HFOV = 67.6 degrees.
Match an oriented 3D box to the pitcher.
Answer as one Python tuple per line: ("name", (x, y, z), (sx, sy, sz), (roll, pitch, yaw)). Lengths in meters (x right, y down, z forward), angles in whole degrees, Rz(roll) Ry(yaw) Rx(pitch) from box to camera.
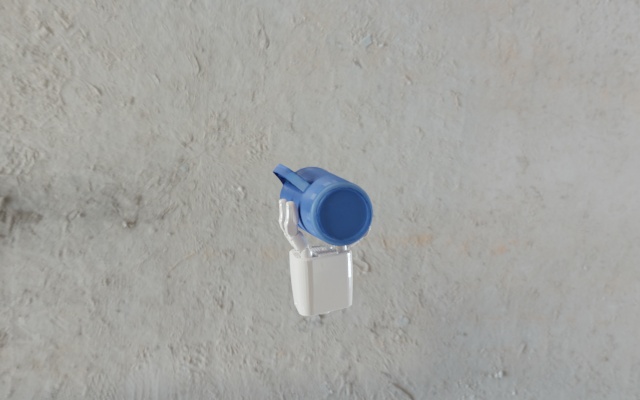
("pitcher", (0.000, 0.003, 0.887), (0.149, 0.145, 0.243), (-5, 8, -14))
